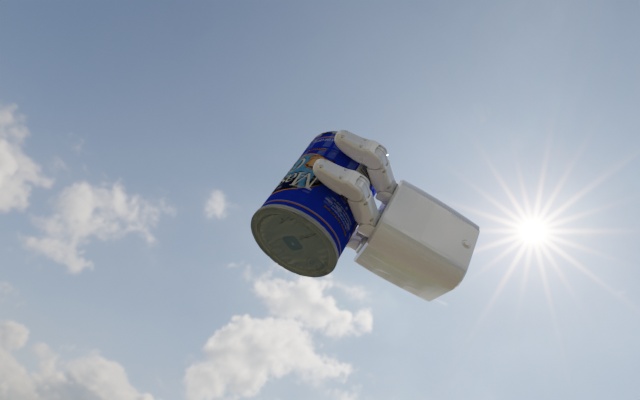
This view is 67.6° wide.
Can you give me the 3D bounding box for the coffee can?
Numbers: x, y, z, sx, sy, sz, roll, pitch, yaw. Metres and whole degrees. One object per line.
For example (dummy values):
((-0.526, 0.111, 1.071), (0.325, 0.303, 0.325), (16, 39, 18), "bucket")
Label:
((0.000, 0.002, 0.546), (0.103, 0.103, 0.140), (0, 40, 35), "coffee can")
